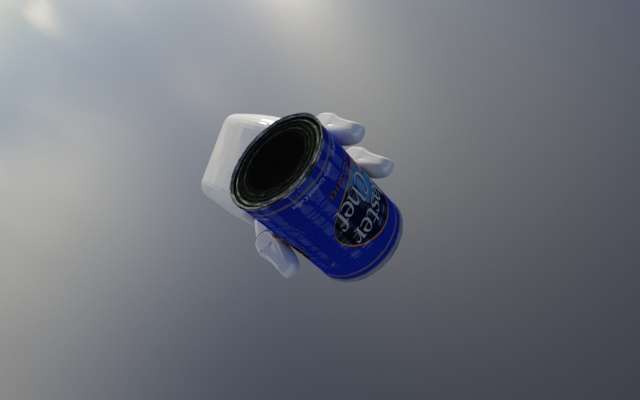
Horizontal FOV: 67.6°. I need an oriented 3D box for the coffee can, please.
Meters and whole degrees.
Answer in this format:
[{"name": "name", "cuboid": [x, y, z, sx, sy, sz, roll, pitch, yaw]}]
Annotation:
[{"name": "coffee can", "cuboid": [0.000, 0.002, 0.451, 0.103, 0.102, 0.140, 0, -32, 42]}]
